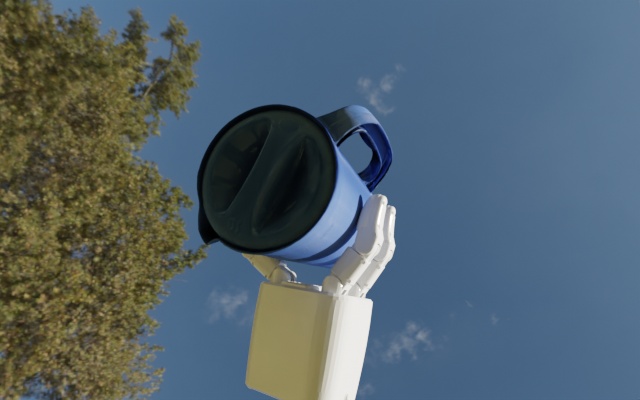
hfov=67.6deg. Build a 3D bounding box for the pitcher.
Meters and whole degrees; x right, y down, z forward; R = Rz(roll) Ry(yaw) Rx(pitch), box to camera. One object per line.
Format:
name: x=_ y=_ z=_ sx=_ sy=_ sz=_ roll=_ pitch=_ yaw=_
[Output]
pitcher: x=0.000 y=0.002 z=0.503 sx=0.149 sy=0.145 sz=0.243 roll=5 pitch=-12 yaw=22
